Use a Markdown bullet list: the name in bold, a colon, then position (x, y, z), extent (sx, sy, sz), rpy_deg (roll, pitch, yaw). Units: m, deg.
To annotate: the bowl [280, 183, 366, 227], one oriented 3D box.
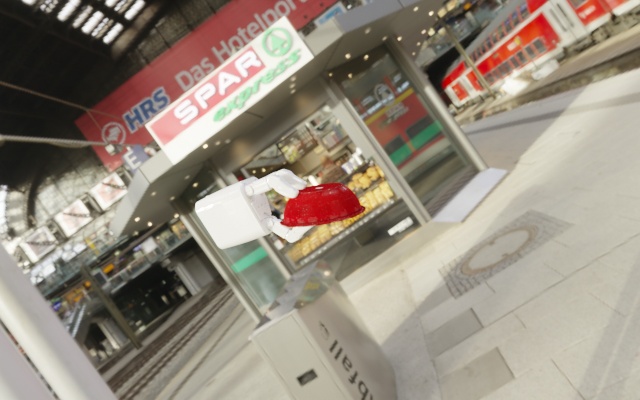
- **bowl**: position (0.001, 0.002, 0.883), extent (0.162, 0.055, 0.162), rpy_deg (-9, 9, 1)
